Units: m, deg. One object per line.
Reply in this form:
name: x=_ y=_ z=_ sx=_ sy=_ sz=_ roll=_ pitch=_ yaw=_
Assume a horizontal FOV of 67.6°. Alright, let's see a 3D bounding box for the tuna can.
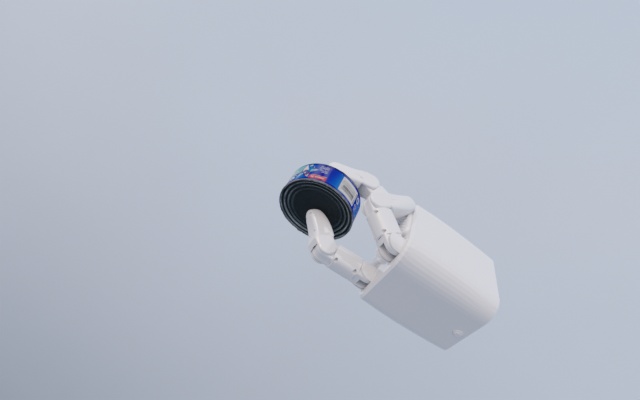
tuna can: x=0.000 y=0.001 z=0.526 sx=0.086 sy=0.086 sz=0.033 roll=0 pitch=39 yaw=28
